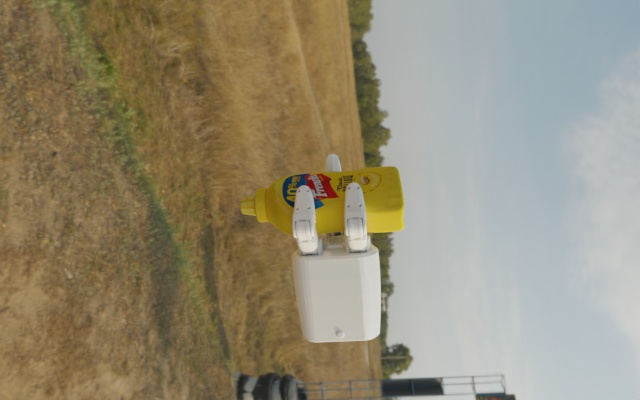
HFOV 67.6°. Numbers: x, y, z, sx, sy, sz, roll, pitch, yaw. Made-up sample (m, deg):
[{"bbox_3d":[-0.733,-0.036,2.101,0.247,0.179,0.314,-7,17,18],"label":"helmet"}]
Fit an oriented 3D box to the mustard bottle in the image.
[{"bbox_3d":[0.000,0.002,0.568,0.191,0.058,0.096,-4,36,5],"label":"mustard bottle"}]
